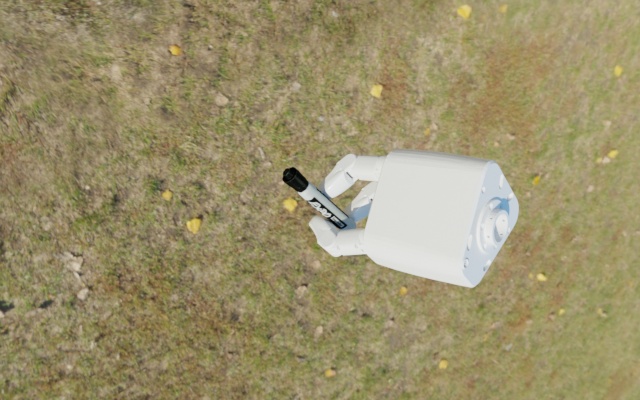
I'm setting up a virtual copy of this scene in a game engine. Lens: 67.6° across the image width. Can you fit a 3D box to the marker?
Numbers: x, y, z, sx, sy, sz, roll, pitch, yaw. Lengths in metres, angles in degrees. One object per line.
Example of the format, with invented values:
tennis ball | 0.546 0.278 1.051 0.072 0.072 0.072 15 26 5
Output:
marker | 0.000 0.002 0.514 0.020 0.020 0.121 0 -30 41
